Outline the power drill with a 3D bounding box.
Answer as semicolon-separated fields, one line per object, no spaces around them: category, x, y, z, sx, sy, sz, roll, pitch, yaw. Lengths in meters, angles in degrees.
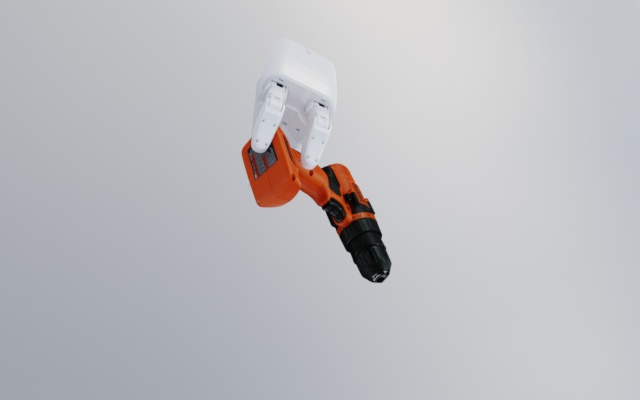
power drill;0.000;0.001;0.561;0.057;0.184;0.188;-40;-42;18
